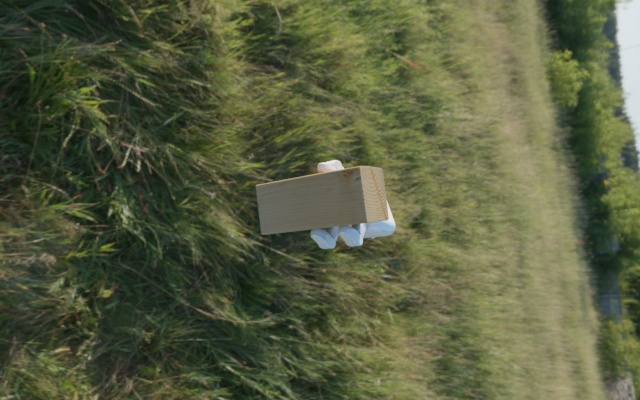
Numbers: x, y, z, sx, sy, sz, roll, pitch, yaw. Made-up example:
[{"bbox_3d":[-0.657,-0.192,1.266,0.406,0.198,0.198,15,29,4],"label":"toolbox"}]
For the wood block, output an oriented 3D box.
[{"bbox_3d":[0.000,0.002,0.818,0.206,0.091,0.090,-9,-3,31],"label":"wood block"}]
